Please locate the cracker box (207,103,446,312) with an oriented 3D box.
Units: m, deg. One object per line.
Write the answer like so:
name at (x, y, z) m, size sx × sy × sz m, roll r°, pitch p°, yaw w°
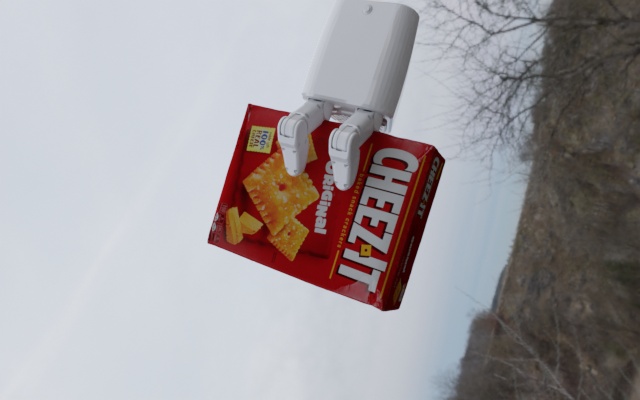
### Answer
cracker box at (0.000, 0.002, 0.502) m, size 0.213 × 0.164 × 0.072 m, roll 17°, pitch -1°, yaw 24°
